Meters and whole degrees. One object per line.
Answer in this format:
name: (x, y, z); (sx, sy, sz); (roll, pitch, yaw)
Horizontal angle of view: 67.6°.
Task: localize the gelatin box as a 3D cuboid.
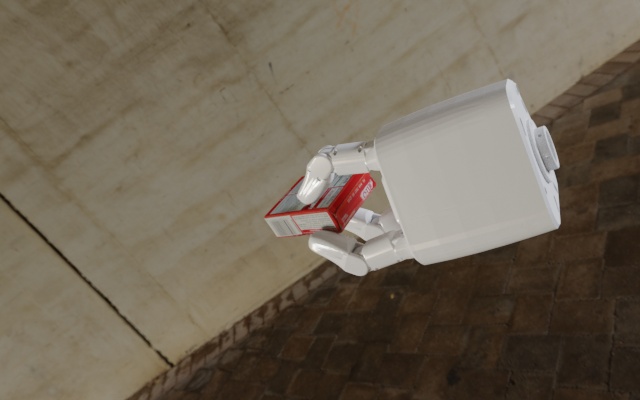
gelatin box: (0.000, 0.001, 0.465); (0.089, 0.030, 0.073); (-8, 31, 42)
